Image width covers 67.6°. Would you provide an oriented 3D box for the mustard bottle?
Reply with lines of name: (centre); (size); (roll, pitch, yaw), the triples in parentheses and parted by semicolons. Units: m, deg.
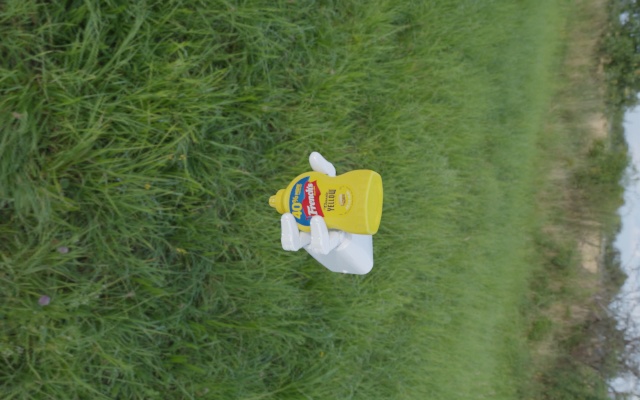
mustard bottle: (0.000, 0.002, 0.750); (0.191, 0.096, 0.058); (1, -7, 32)
